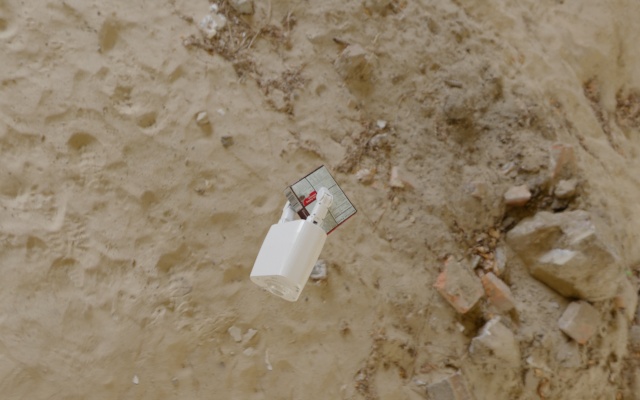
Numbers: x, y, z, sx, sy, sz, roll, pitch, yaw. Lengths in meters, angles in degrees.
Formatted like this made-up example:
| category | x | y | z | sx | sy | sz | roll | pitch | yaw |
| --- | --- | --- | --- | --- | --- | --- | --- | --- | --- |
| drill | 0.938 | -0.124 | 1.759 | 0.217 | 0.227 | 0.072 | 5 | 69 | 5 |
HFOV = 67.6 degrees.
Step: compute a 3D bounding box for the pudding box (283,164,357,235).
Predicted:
| category | x | y | z | sx | sy | sz | roll | pitch | yaw |
| --- | --- | --- | --- | --- | --- | --- | --- | --- | --- |
| pudding box | 0.000 | 0.003 | 0.879 | 0.090 | 0.113 | 0.039 | -34 | 0 | -31 |
